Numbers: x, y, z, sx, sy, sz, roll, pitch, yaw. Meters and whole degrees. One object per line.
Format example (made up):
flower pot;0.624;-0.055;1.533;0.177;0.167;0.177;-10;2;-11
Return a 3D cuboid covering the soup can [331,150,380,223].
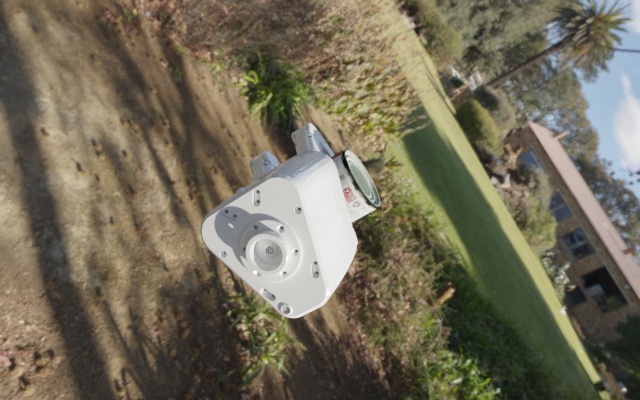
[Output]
soup can;0.000;0.001;0.484;0.102;0.068;0.068;-30;-11;18
